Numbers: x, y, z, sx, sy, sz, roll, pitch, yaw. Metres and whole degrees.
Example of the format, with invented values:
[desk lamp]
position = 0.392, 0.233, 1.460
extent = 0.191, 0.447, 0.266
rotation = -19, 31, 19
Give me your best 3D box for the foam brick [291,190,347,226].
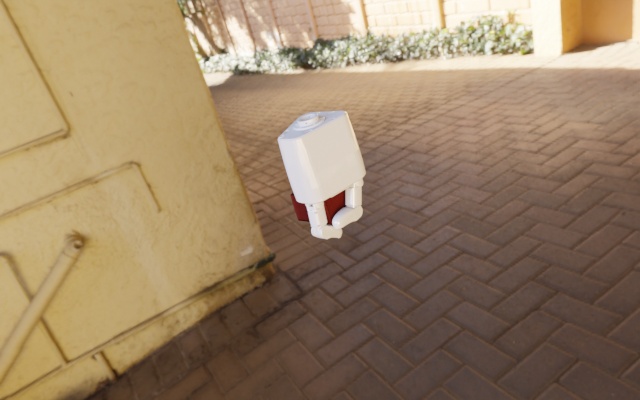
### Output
[foam brick]
position = 0.000, 0.003, 0.774
extent = 0.078, 0.051, 0.053
rotation = 6, 35, 41
